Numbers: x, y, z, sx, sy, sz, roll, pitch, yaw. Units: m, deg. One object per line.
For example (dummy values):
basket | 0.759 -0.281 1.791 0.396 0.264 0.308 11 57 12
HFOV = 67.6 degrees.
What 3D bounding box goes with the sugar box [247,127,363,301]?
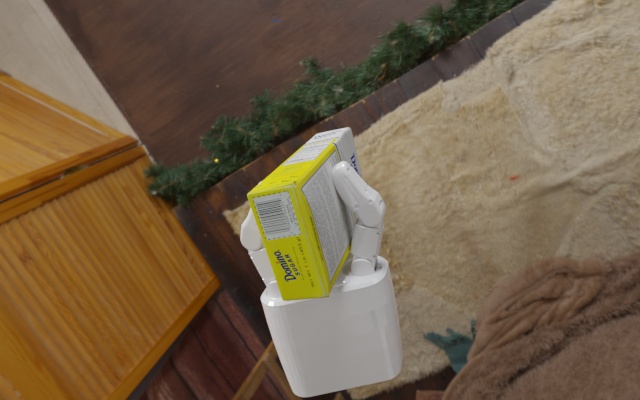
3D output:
sugar box | 0.000 0.002 0.424 0.048 0.093 0.176 -10 18 18
